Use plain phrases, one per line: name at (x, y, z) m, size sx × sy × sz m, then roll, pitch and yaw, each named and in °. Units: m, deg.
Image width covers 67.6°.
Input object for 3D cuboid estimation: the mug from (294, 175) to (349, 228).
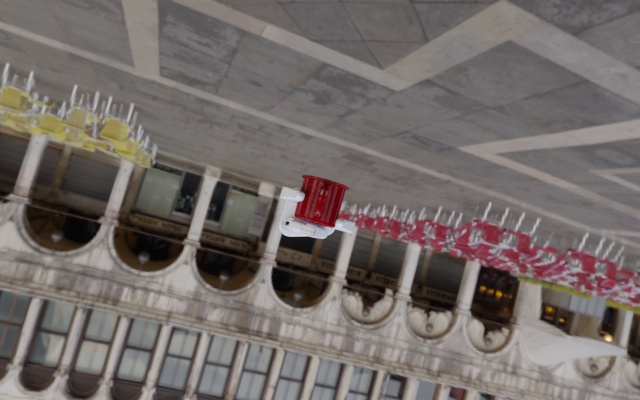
mug at (0.000, 0.003, 0.888) m, size 0.093 × 0.081 × 0.117 m, roll 16°, pitch -4°, yaw -5°
